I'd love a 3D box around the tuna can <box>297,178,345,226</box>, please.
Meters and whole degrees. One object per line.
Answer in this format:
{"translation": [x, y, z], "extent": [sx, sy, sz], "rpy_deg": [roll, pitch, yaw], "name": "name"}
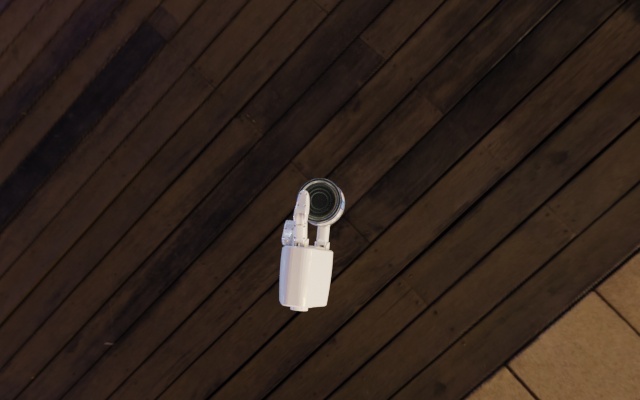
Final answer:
{"translation": [0.000, 0.003, 0.875], "extent": [0.086, 0.086, 0.034], "rpy_deg": [0, -11, 13], "name": "tuna can"}
